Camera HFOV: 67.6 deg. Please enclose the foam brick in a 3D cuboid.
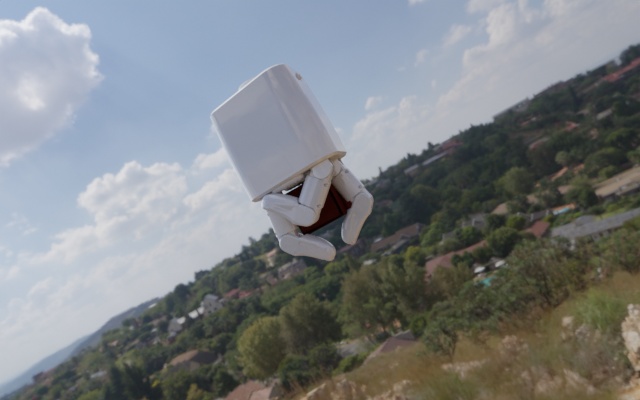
[{"bbox_3d":[0.000,0.002,0.544,0.053,0.051,0.078,-29,-2,13],"label":"foam brick"}]
